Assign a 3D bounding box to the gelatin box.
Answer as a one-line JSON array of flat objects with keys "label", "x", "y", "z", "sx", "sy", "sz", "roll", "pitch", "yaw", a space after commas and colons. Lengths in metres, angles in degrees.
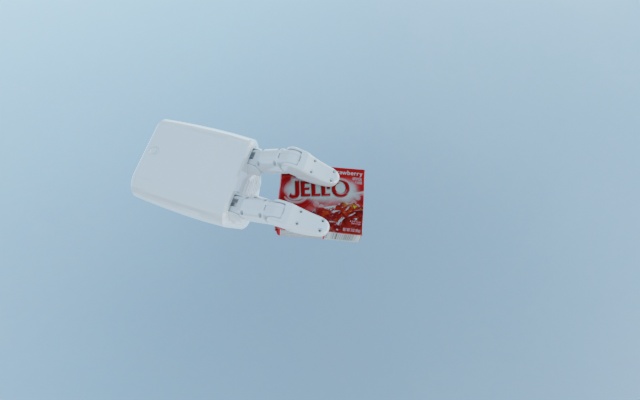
[{"label": "gelatin box", "x": 0.000, "y": 0.002, "z": 0.498, "sx": 0.089, "sy": 0.073, "sz": 0.030, "roll": 5, "pitch": -21, "yaw": -3}]
